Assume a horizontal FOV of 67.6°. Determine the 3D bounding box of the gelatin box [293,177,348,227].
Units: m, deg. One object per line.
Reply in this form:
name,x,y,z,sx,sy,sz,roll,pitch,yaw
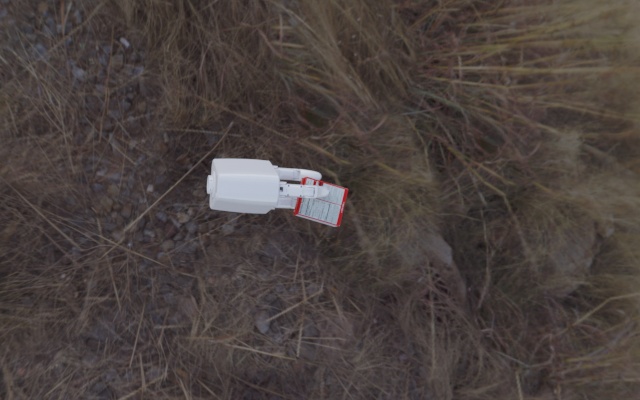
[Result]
gelatin box,0.001,0.003,0.889,0.089,0.073,0.030,16,-10,-15
